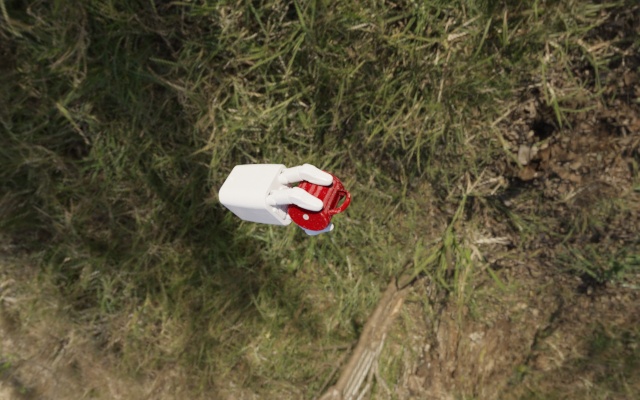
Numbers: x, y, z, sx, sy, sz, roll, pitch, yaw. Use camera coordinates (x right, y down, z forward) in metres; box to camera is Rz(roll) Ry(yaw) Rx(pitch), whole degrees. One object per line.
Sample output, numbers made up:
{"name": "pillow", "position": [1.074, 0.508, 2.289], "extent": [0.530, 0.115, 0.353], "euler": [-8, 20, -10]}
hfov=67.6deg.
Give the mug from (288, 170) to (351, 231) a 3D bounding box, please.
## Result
{"name": "mug", "position": [0.001, 0.003, 0.878], "extent": [0.117, 0.081, 0.093], "euler": [3, -40, 28]}
